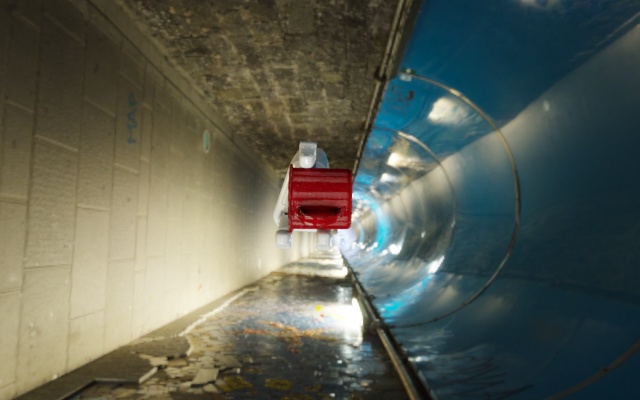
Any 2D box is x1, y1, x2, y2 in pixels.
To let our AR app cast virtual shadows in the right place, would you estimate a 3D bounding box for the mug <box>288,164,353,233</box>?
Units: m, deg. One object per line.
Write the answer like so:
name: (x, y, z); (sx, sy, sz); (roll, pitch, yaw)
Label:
mug: (0.000, 0.002, 0.623); (0.081, 0.093, 0.117); (1, 21, 0)
